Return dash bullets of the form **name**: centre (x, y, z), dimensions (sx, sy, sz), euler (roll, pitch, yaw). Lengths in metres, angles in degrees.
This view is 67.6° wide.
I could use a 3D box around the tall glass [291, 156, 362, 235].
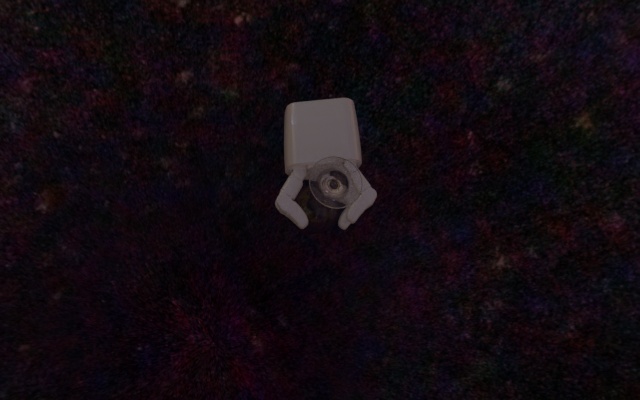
- **tall glass**: centre (0.000, 0.002, 0.735), dimensions (0.079, 0.079, 0.201), euler (0, -16, -13)
